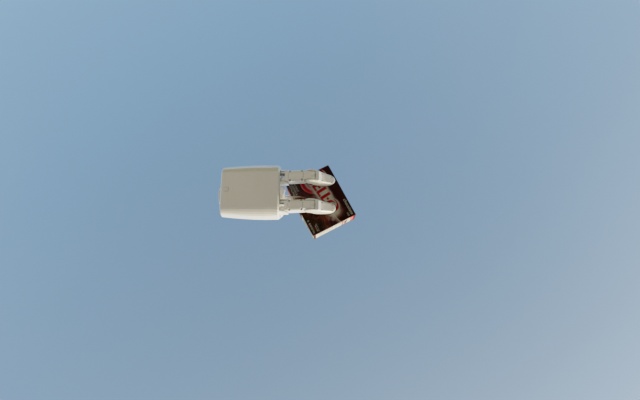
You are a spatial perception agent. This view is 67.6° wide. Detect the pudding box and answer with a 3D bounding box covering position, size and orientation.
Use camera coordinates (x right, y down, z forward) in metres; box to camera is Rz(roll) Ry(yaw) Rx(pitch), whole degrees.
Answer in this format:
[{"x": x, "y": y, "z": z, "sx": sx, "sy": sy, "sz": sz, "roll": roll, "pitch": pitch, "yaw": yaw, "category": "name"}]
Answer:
[{"x": 0.000, "y": 0.003, "z": 0.891, "sx": 0.090, "sy": 0.113, "sz": 0.039, "roll": -27, "pitch": -13, "yaw": -8, "category": "pudding box"}]
